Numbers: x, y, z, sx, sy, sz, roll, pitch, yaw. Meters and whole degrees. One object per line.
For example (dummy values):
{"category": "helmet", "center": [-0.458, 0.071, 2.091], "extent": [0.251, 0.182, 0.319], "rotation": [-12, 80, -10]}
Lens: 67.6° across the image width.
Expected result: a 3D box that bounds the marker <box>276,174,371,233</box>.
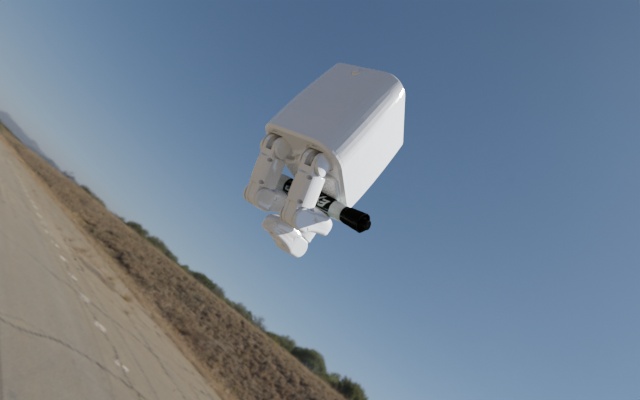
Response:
{"category": "marker", "center": [0.000, 0.002, 0.460], "extent": [0.121, 0.020, 0.020], "rotation": [26, 17, 39]}
